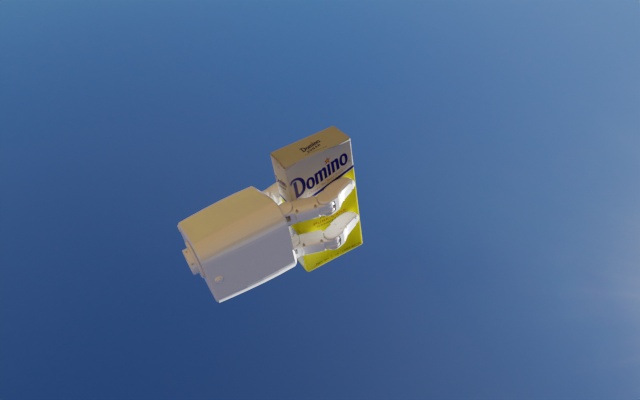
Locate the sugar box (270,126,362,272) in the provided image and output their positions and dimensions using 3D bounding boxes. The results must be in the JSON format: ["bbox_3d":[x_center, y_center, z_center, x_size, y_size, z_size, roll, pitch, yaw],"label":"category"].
[{"bbox_3d":[0.000,0.002,0.616,0.093,0.176,0.048,-26,43,-18],"label":"sugar box"}]
